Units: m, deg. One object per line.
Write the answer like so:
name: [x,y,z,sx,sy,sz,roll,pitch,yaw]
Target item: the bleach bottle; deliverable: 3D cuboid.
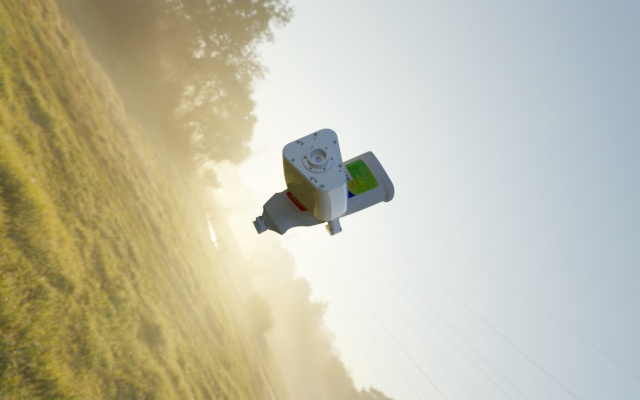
bleach bottle: [0.000,0.003,0.859,0.251,0.102,0.068,-25,-24,-9]
